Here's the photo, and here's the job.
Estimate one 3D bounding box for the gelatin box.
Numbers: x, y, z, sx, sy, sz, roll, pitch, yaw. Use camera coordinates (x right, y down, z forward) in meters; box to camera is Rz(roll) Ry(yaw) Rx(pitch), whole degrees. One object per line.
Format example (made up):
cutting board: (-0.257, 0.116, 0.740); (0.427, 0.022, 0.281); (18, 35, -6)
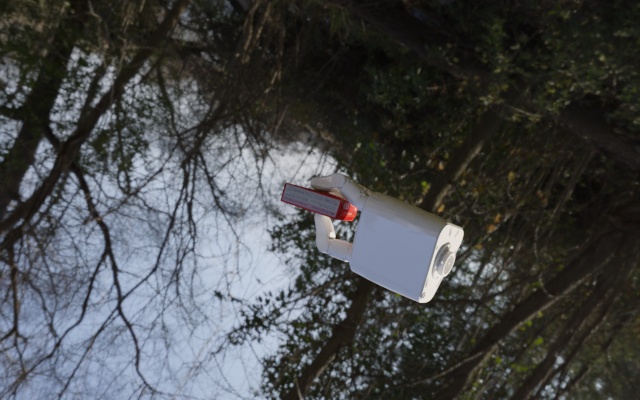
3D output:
gelatin box: (0.000, 0.003, 0.663); (0.089, 0.030, 0.073); (17, 2, 21)
